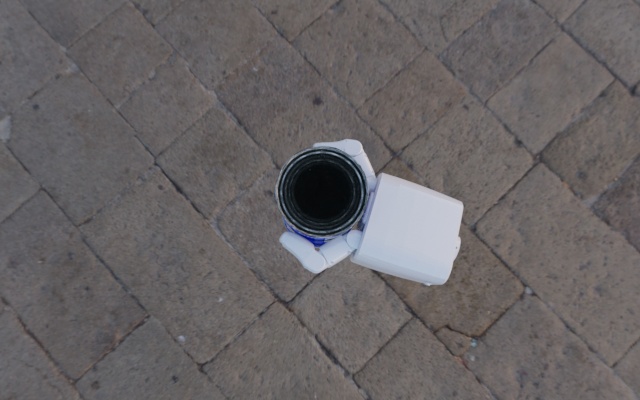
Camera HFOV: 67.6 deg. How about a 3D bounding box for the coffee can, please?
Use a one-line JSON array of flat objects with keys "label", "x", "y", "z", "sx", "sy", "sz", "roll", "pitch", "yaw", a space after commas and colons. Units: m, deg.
[{"label": "coffee can", "x": 0.000, "y": 0.002, "z": 0.585, "sx": 0.103, "sy": 0.103, "sz": 0.140, "roll": 0, "pitch": -10, "yaw": -1}]
